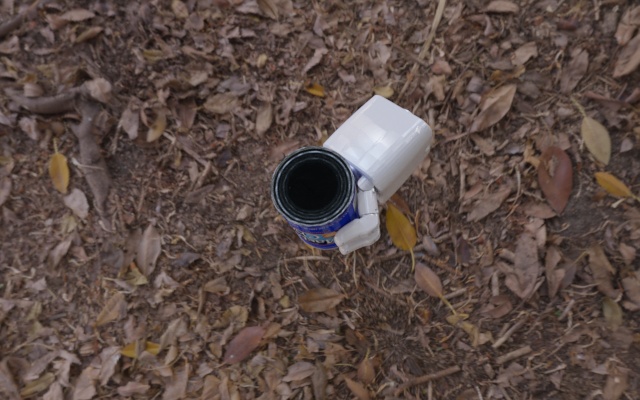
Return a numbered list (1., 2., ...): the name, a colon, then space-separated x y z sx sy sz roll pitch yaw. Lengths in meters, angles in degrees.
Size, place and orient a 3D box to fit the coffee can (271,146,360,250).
1. coffee can: 0.000 0.002 0.635 0.103 0.102 0.140 0 -17 9
